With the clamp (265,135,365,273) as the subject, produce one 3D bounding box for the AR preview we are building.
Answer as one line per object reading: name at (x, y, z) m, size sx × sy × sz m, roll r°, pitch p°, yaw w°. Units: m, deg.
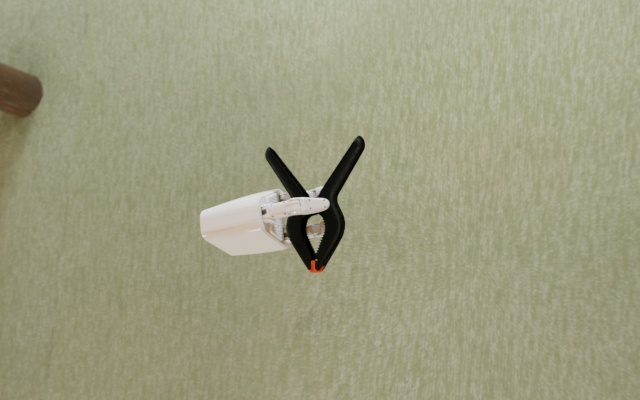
clamp at (0.000, 0.003, 0.726) m, size 0.164 × 0.210 × 0.036 m, roll -12°, pitch -11°, yaw 21°
